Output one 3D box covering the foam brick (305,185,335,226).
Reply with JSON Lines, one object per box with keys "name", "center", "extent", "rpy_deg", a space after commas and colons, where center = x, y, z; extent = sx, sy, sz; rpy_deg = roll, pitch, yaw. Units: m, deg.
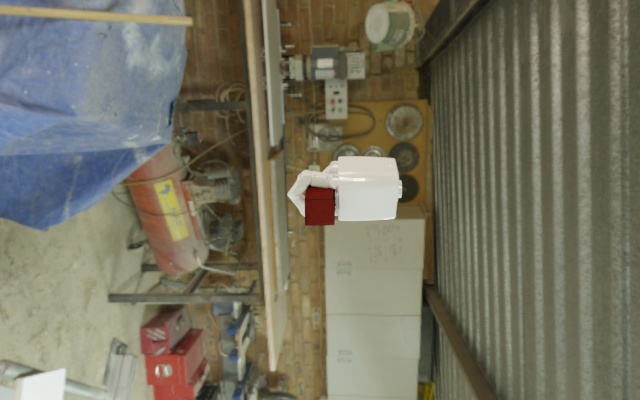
{"name": "foam brick", "center": [0.000, 0.003, 0.840], "extent": [0.051, 0.053, 0.078], "rpy_deg": [1, 29, 2]}
